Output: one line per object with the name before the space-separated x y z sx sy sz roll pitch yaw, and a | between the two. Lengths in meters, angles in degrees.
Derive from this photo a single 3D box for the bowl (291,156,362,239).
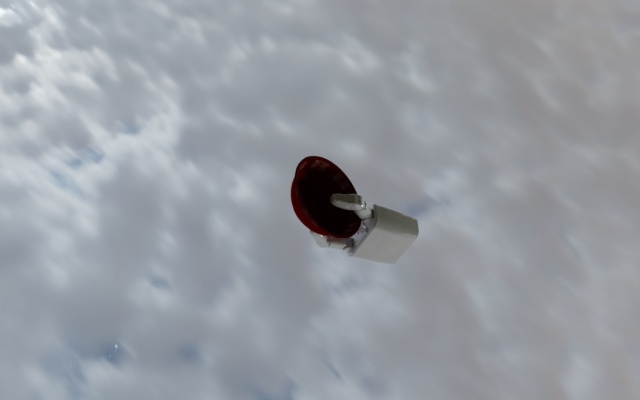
bowl | -0.001 0.002 0.856 0.055 0.162 0.162 -32 -21 37
